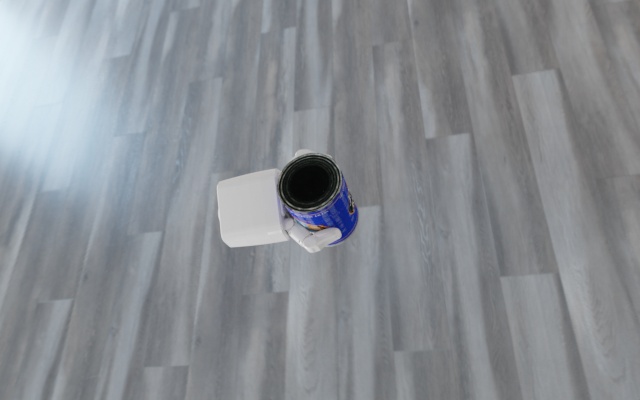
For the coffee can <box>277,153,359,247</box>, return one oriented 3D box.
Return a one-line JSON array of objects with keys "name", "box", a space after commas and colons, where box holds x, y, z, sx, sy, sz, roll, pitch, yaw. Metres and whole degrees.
[{"name": "coffee can", "box": [0.000, 0.003, 0.773, 0.103, 0.102, 0.140, 0, -26, 16]}]
